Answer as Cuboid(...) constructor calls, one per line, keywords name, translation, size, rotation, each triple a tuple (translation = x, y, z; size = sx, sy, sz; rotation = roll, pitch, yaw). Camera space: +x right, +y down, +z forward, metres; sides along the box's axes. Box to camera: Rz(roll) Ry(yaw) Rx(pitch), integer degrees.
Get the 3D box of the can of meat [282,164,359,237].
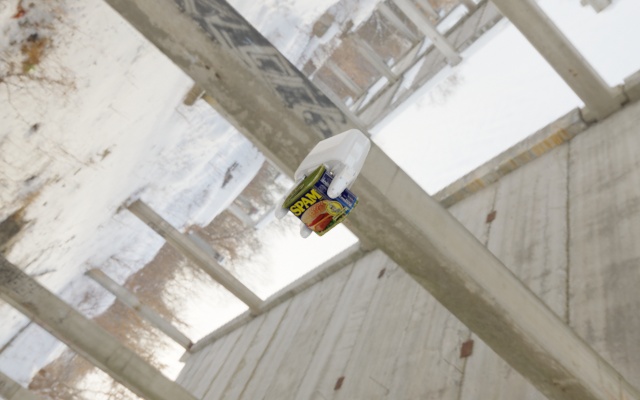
Cuboid(name="can of meat", translation=(0.000, 0.003, 0.787), size=(0.102, 0.084, 0.057), rotation=(-39, 15, 40))
